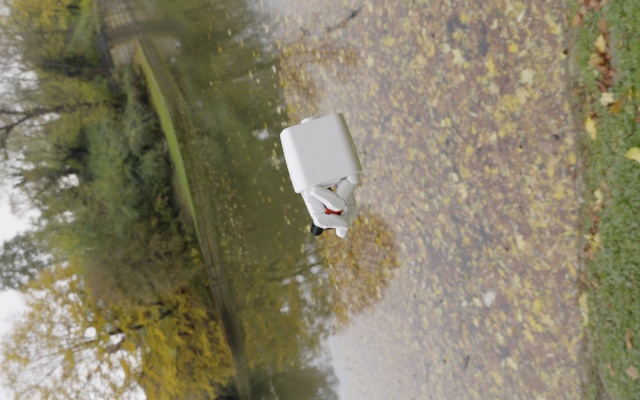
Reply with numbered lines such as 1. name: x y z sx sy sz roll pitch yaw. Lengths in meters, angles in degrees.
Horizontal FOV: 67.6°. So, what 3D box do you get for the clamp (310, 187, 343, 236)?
1. clamp: 0.000 0.003 0.885 0.039 0.120 0.171 -16 -3 -17
